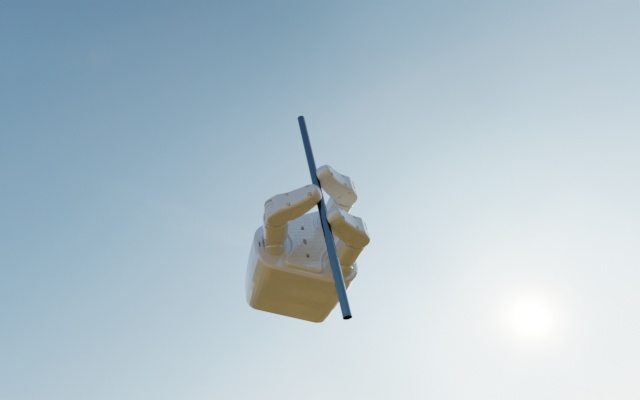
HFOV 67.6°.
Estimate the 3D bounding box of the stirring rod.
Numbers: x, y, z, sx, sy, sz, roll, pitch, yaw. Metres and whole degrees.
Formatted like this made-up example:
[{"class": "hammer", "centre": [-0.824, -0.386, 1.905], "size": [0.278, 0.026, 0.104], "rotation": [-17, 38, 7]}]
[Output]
[{"class": "stirring rod", "centre": [0.000, 0.002, 0.457], "size": [0.011, 0.239, 0.011], "rotation": [-8, -38, -6]}]
